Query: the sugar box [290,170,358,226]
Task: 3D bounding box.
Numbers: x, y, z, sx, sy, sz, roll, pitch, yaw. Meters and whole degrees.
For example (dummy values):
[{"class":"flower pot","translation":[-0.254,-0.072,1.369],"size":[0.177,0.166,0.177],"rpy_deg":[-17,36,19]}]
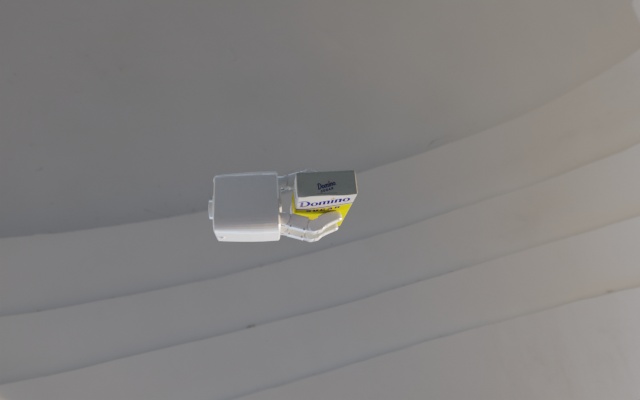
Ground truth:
[{"class":"sugar box","translation":[0.000,0.003,0.794],"size":[0.093,0.048,0.176],"rpy_deg":[-3,-16,-7]}]
